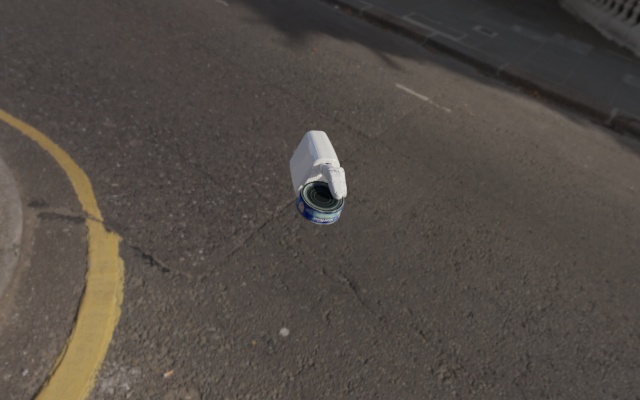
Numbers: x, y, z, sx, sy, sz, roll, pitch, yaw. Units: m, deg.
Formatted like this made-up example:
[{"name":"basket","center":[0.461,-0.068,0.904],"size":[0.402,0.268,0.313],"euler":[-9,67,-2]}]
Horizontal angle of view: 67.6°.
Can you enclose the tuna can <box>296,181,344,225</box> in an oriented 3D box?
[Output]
[{"name":"tuna can","center":[0.000,0.003,0.893],"size":[0.086,0.086,0.034],"euler":[0,-44,-21]}]
